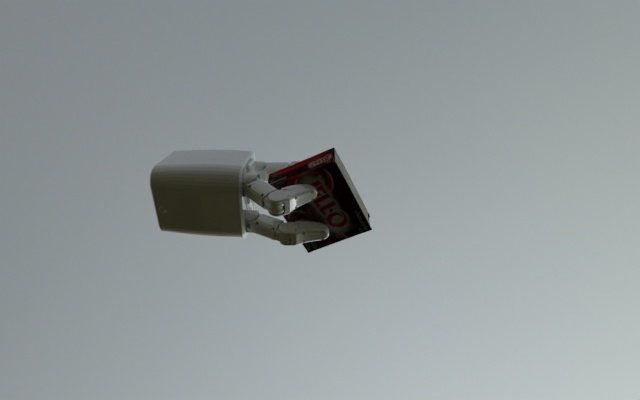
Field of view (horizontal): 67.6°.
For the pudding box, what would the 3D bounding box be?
[{"bbox_3d":[0.000,0.002,0.583,0.090,0.113,0.039,-21,34,17],"label":"pudding box"}]
